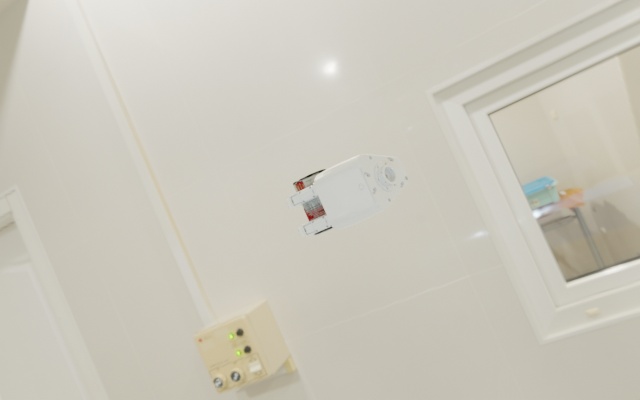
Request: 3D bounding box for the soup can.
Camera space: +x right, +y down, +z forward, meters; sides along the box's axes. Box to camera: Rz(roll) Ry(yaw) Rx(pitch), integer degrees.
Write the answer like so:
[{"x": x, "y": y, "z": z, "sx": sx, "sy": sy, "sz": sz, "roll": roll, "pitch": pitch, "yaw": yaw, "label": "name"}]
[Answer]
[{"x": 0.000, "y": 0.003, "z": 0.858, "sx": 0.068, "sy": 0.102, "sz": 0.068, "roll": -24, "pitch": -1, "yaw": -1, "label": "soup can"}]
